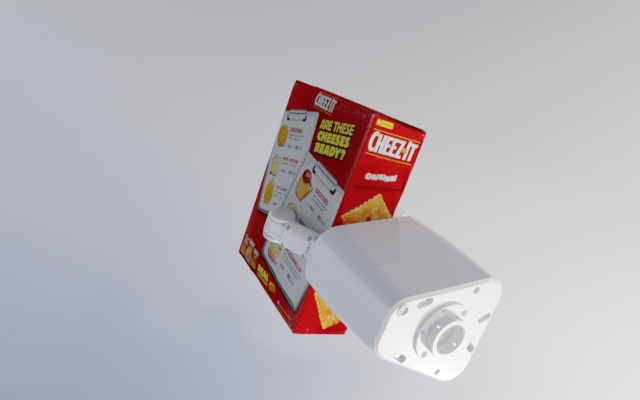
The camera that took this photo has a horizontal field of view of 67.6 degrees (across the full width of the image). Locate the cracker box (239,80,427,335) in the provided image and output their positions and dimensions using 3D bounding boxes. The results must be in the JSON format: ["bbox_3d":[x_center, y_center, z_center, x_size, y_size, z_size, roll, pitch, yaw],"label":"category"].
[{"bbox_3d":[0.000,0.002,0.492,0.072,0.214,0.164,11,17,-32],"label":"cracker box"}]
